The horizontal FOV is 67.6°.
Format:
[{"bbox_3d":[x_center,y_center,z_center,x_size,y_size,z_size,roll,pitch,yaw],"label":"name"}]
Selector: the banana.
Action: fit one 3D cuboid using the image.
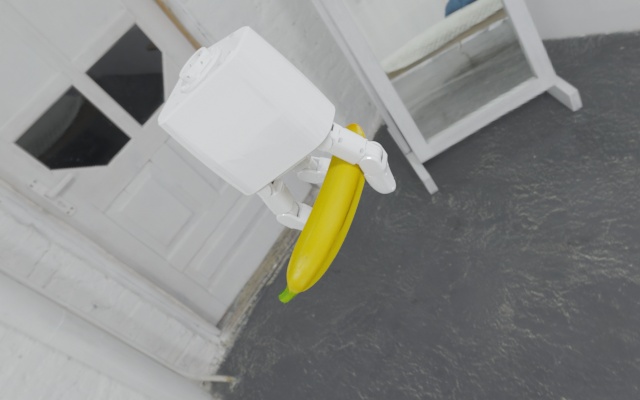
[{"bbox_3d":[0.008,0.004,0.454,0.037,0.197,0.069,31,-16,-25],"label":"banana"}]
